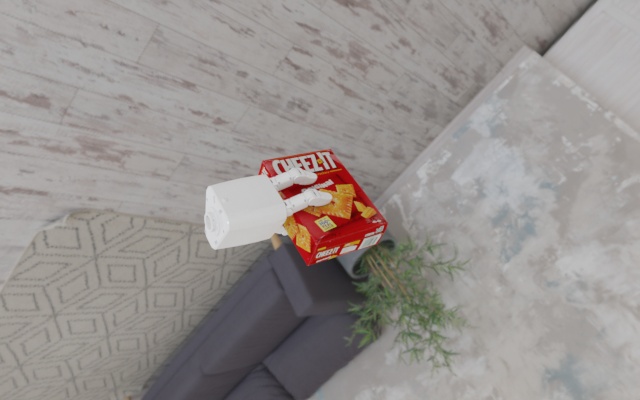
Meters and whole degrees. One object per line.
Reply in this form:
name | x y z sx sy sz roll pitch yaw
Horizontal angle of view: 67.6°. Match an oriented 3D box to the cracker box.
cracker box | 0.000 0.003 0.898 0.164 0.213 0.072 -13 -37 -32
